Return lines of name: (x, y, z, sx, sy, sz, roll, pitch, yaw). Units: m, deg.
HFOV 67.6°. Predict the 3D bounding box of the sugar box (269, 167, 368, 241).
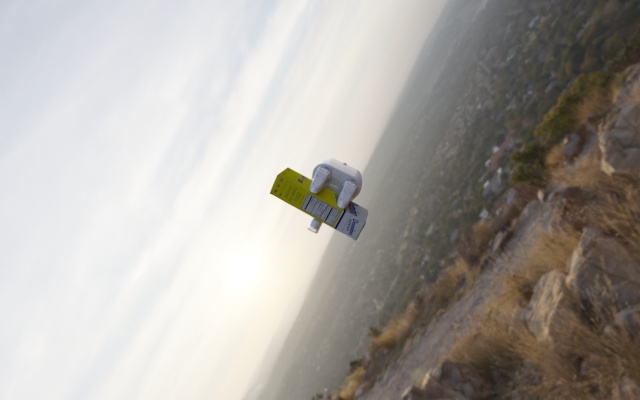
sugar box: (0.000, 0.002, 0.868, 0.176, 0.048, 0.093, 26, 16, 1)
